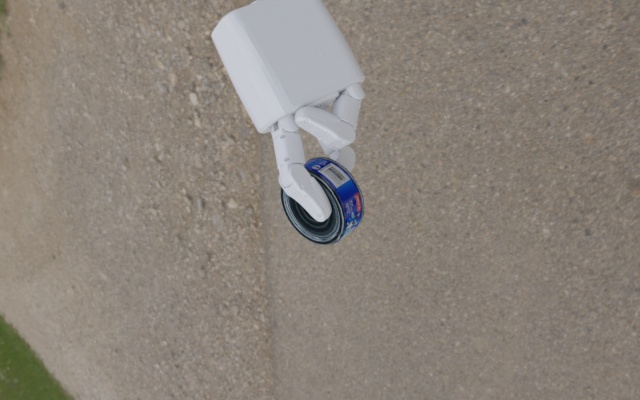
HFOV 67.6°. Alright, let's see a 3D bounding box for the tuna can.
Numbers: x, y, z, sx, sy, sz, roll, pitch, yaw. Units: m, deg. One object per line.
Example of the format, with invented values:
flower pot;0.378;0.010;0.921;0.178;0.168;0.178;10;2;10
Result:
tuna can;0.000;0.002;0.483;0.086;0.086;0.033;0;25;44
